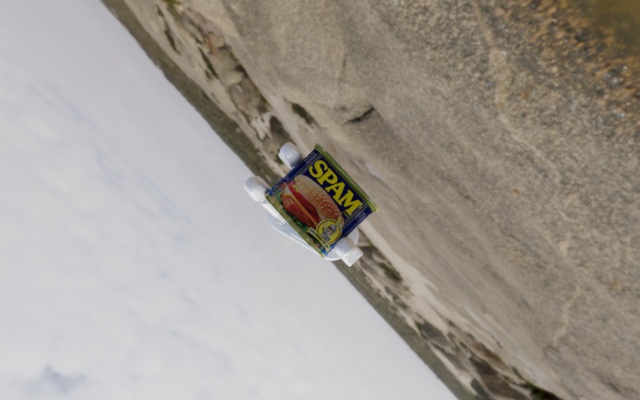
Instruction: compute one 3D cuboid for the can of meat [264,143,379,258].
[{"bbox_3d":[0.000,0.002,0.537,0.084,0.102,0.057,-43,-1,-1],"label":"can of meat"}]
